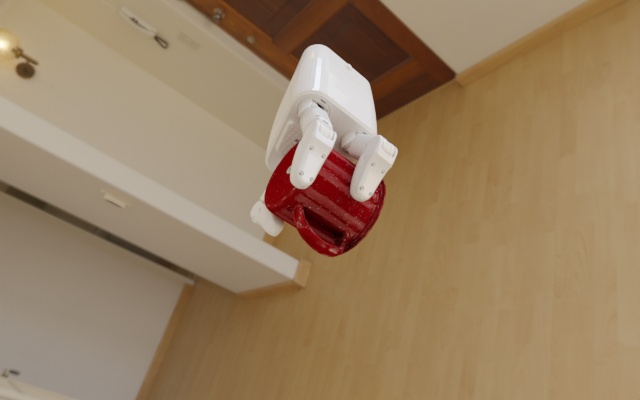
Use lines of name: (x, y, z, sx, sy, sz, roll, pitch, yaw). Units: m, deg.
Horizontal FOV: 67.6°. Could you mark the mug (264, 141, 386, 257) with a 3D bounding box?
mug: (0.000, 0.002, 0.444, 0.081, 0.117, 0.093, 34, -52, -24)
